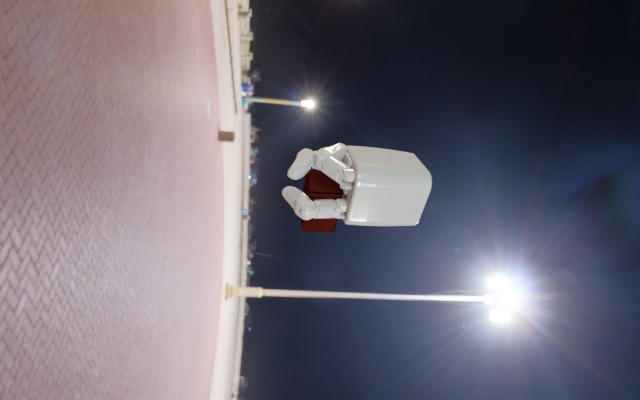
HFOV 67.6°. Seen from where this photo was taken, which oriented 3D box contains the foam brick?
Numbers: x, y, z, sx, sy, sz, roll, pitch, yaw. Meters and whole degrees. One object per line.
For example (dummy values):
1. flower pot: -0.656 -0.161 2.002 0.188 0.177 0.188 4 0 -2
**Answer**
1. foam brick: 0.000 0.002 0.705 0.051 0.078 0.053 3 41 -9
